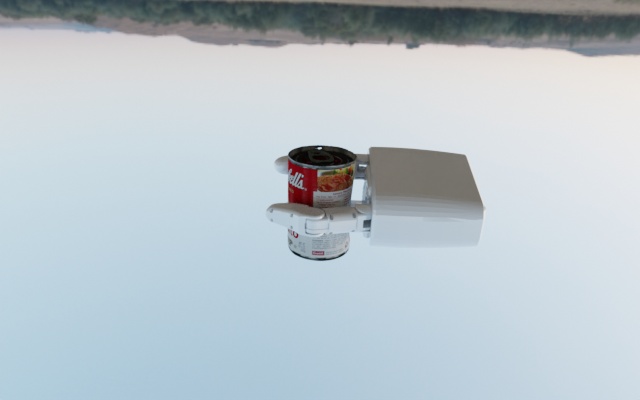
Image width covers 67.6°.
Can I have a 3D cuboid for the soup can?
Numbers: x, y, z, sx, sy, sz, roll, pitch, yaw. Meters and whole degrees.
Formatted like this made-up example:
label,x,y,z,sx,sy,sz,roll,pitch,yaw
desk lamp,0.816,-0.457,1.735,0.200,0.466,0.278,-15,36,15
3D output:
label,x,y,z,sx,sy,sz,roll,pitch,yaw
soup can,0.000,0.002,0.488,0.068,0.102,0.068,2,24,-1
